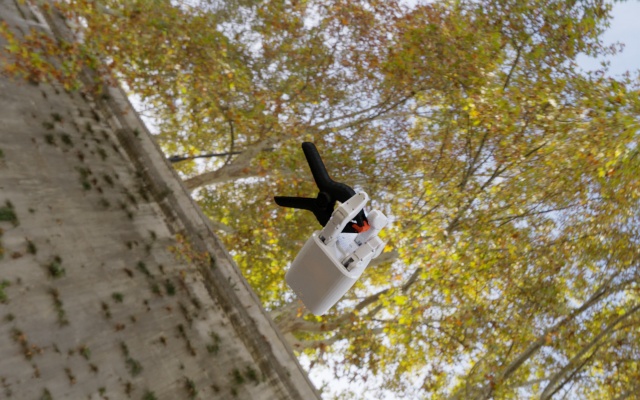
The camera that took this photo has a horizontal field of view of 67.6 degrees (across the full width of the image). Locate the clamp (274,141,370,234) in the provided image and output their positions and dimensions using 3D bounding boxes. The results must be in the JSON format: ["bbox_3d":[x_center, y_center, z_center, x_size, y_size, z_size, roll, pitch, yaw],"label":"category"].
[{"bbox_3d":[0.001,0.002,0.761,0.171,0.120,0.039,48,32,20],"label":"clamp"}]
